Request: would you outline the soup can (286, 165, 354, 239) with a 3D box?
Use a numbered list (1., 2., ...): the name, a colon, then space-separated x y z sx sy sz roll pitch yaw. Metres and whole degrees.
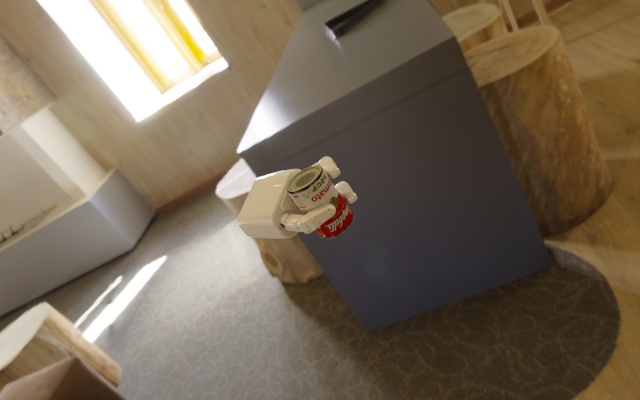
1. soup can: 0.000 0.002 0.762 0.068 0.102 0.068 -27 27 15
